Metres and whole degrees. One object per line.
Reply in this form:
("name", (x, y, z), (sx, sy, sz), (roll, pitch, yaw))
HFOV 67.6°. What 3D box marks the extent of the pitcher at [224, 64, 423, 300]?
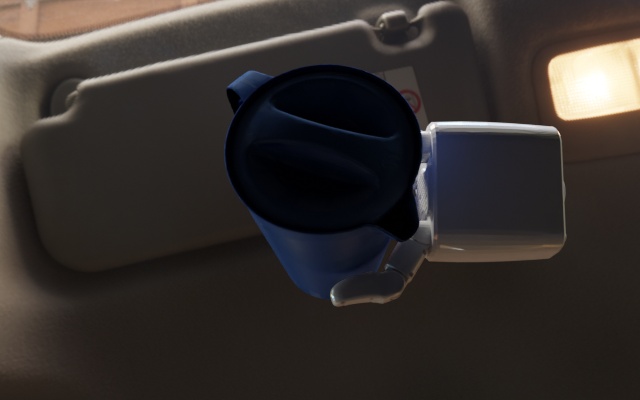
("pitcher", (0.000, 0.001, 0.426), (0.145, 0.149, 0.243), (-1, -25, 2))
